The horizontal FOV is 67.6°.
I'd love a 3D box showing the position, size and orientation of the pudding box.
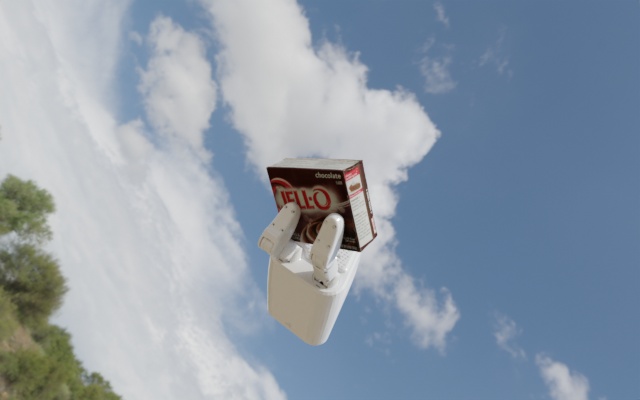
[{"bbox_3d":[0.000,0.002,0.511,0.113,0.090,0.039,4,27,40],"label":"pudding box"}]
